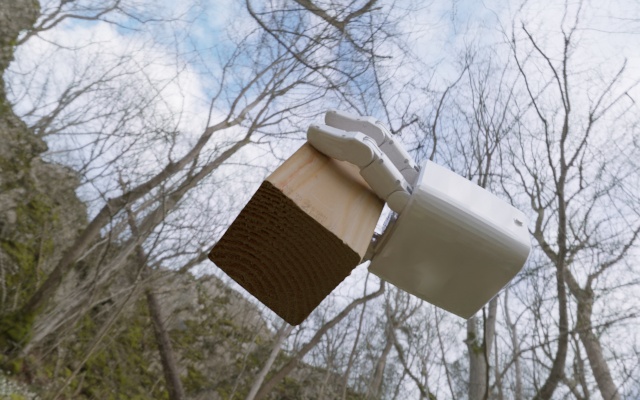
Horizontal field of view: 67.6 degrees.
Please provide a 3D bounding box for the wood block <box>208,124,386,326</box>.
[{"bbox_3d":[0.000,0.002,0.433,0.090,0.091,0.206,39,29,-2],"label":"wood block"}]
